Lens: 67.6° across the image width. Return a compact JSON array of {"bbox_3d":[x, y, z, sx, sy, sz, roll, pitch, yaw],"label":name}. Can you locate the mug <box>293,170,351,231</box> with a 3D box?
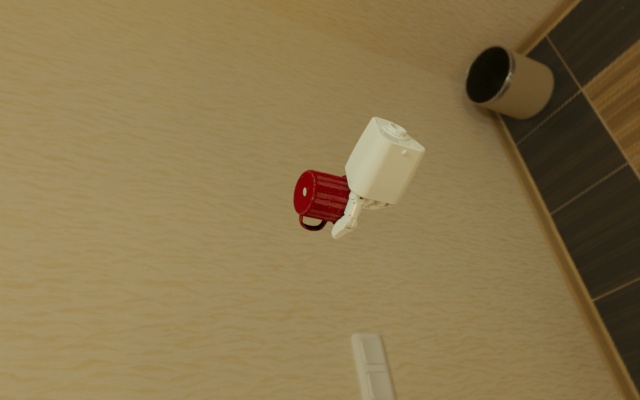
[{"bbox_3d":[-0.001,0.004,0.840,0.081,0.117,0.093,12,28,-28],"label":"mug"}]
